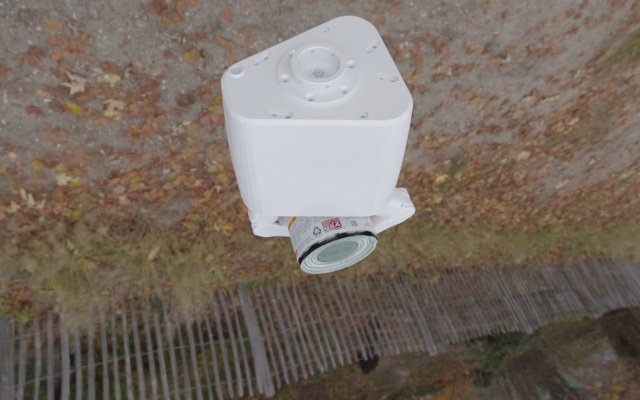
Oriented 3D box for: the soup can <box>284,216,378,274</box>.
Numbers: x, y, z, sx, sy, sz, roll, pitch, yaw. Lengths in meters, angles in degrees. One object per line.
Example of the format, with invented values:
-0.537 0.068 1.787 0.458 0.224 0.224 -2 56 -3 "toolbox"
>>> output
0.000 0.002 0.402 0.068 0.102 0.068 -15 -28 -8 "soup can"
